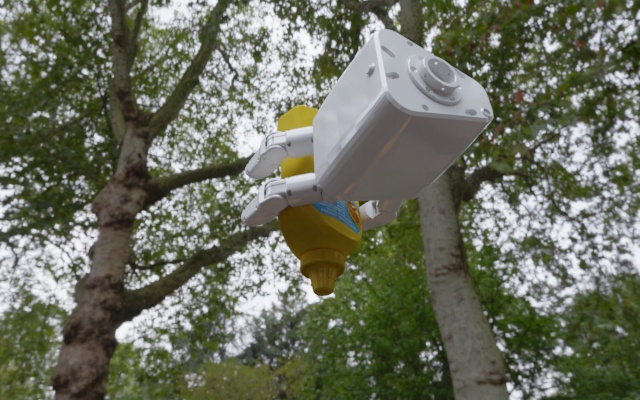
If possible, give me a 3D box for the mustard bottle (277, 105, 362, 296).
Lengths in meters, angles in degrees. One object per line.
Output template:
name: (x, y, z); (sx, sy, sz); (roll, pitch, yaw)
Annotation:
mustard bottle: (0.000, 0.001, 0.469); (0.058, 0.191, 0.096); (-28, -43, 31)
